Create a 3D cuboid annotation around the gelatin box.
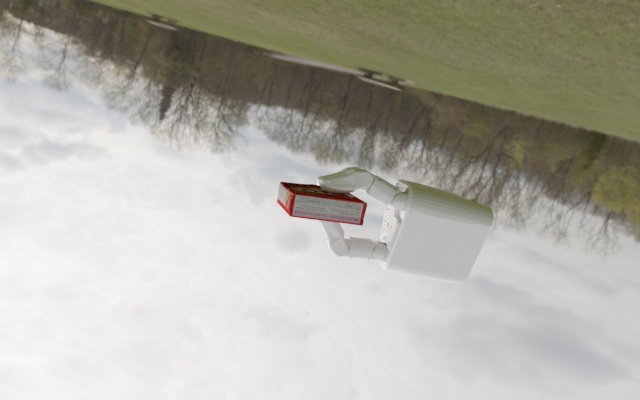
[{"bbox_3d":[0.000,0.002,0.558,0.089,0.030,0.073,7,11,-18],"label":"gelatin box"}]
